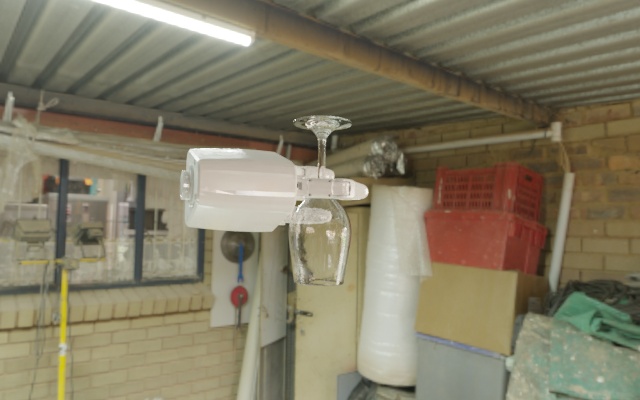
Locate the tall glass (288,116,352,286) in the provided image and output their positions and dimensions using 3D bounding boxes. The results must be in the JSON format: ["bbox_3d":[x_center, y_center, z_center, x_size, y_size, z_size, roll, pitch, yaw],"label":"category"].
[{"bbox_3d":[0.000,0.001,0.592,0.079,0.201,0.079,1,-3,0],"label":"tall glass"}]
